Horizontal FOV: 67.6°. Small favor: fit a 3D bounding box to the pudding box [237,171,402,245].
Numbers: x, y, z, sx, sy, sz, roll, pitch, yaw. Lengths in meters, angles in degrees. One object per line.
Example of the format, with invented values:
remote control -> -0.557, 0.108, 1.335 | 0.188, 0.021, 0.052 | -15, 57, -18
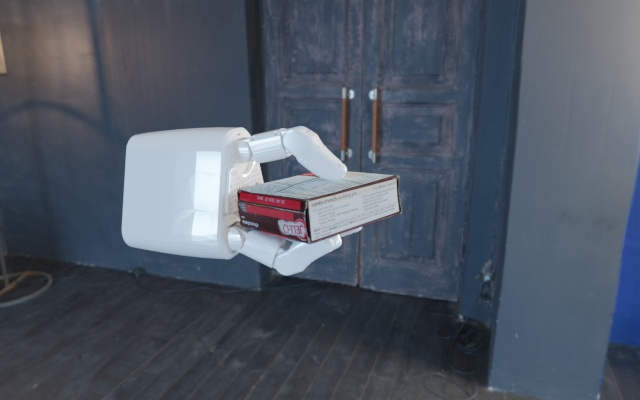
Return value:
pudding box -> 0.000, 0.001, 0.407 | 0.113, 0.039, 0.090 | -17, 19, -41
